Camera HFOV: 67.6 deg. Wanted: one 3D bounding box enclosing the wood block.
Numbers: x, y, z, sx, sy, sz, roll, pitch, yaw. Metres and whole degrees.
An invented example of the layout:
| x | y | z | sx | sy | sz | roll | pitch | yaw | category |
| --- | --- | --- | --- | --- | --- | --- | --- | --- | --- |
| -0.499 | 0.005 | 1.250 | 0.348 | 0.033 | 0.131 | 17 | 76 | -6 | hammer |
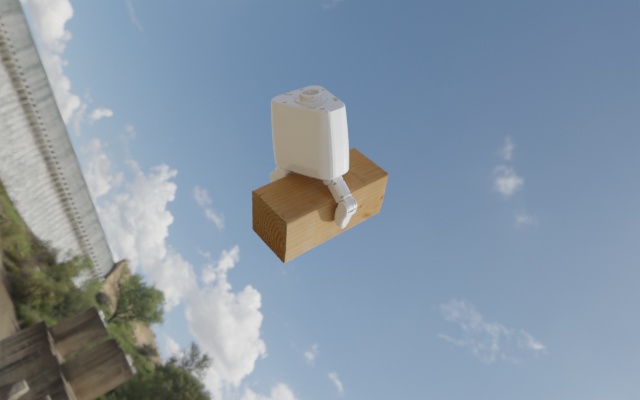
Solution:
| x | y | z | sx | sy | sz | roll | pitch | yaw | category |
| --- | --- | --- | --- | --- | --- | --- | --- | --- | --- |
| 0.000 | 0.002 | 0.772 | 0.206 | 0.090 | 0.090 | -25 | 51 | -31 | wood block |
